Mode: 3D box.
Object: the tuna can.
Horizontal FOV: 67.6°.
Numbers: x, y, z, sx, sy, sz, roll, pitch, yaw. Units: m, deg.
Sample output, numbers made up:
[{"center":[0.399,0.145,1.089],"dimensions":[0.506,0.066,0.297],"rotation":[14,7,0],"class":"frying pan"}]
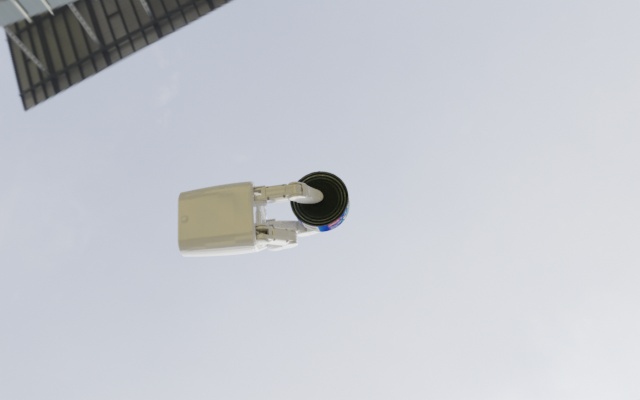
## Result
[{"center":[0.000,0.003,0.703],"dimensions":[0.086,0.086,0.034],"rotation":[0,-21,8],"class":"tuna can"}]
